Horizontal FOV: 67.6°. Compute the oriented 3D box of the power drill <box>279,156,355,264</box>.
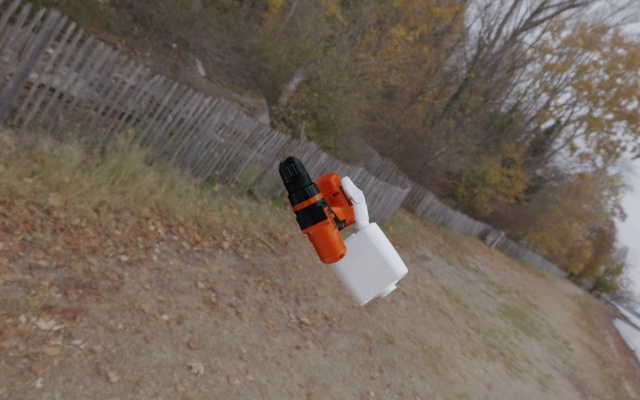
[{"bbox_3d":[0.000,0.003,0.822,0.057,0.184,0.187,-23,5,18],"label":"power drill"}]
